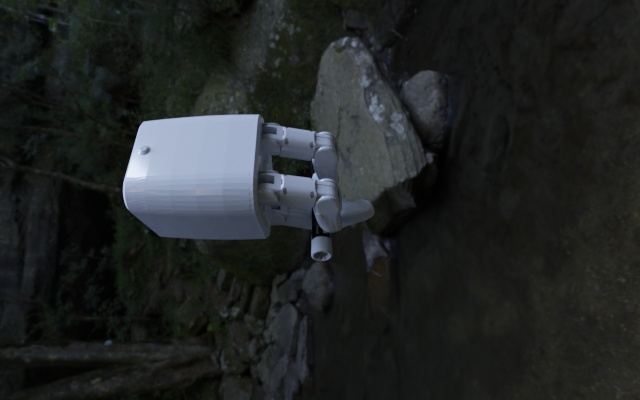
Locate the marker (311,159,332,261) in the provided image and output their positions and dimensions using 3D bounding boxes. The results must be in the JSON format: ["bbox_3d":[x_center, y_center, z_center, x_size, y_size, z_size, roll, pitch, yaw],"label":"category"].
[{"bbox_3d":[0.000,0.001,0.459,0.020,0.121,0.020,-1,-37,-1],"label":"marker"}]
